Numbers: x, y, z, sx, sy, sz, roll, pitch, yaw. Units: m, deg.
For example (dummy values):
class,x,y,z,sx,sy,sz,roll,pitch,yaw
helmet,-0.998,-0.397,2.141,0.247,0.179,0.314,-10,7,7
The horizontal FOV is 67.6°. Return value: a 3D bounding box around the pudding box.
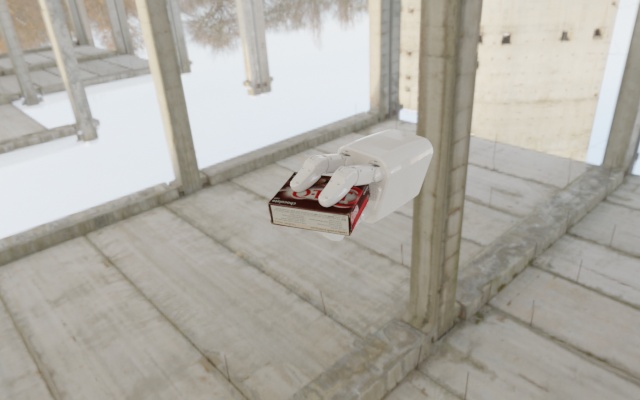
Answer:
class,x,y,z,sx,sy,sz,roll,pitch,yaw
pudding box,0.000,0.002,0.635,0.113,0.039,0.090,5,31,20
